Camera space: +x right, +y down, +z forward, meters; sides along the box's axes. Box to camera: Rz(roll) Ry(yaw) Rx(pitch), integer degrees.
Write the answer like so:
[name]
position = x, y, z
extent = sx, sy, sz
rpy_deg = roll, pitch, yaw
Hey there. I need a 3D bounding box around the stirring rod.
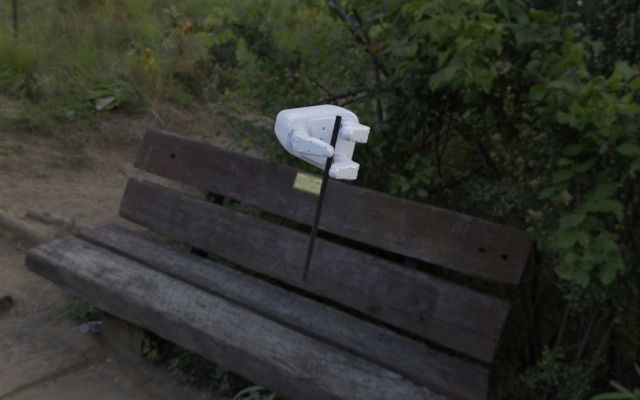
[stirring rod]
position = 0.000, 0.002, 0.660
extent = 0.011, 0.239, 0.011
rpy_deg = 11, 16, -3
